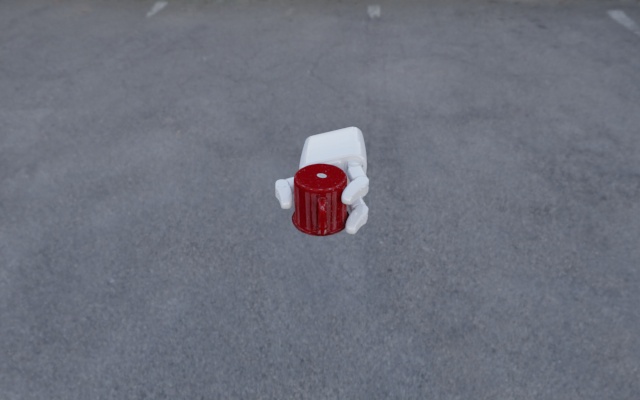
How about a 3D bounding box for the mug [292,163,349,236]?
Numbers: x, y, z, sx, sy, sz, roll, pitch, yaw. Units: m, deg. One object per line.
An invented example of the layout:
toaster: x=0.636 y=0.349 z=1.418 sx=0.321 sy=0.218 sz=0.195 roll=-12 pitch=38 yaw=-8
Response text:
mug: x=0.000 y=0.003 z=0.729 sx=0.093 sy=0.082 sz=0.117 roll=0 pitch=35 yaw=1
